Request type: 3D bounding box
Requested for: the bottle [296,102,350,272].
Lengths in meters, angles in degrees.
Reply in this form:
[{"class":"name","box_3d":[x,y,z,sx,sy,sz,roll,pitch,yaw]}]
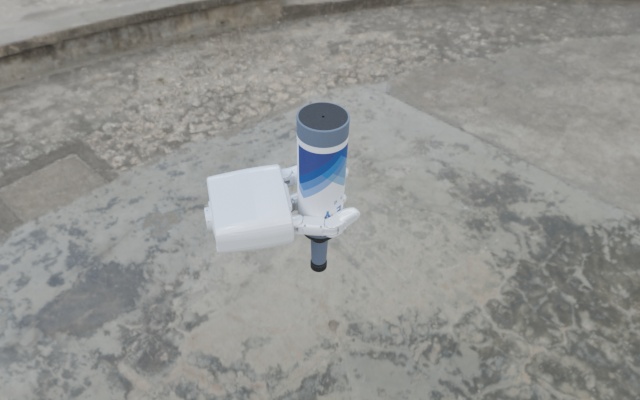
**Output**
[{"class":"bottle","box_3d":[0.000,0.002,0.692,0.069,0.296,0.069,1,44,-1]}]
